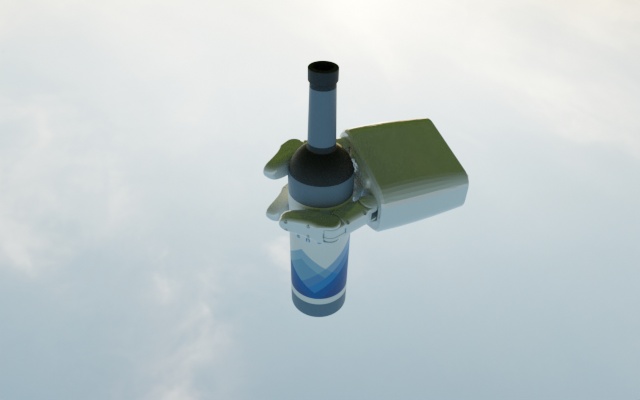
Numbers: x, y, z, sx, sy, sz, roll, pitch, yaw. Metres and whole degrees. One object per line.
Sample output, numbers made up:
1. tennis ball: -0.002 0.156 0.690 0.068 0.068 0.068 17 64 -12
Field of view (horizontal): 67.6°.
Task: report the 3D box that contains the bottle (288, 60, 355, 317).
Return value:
1. bottle: 0.000 0.002 0.496 0.069 0.296 0.069 1 38 -1
